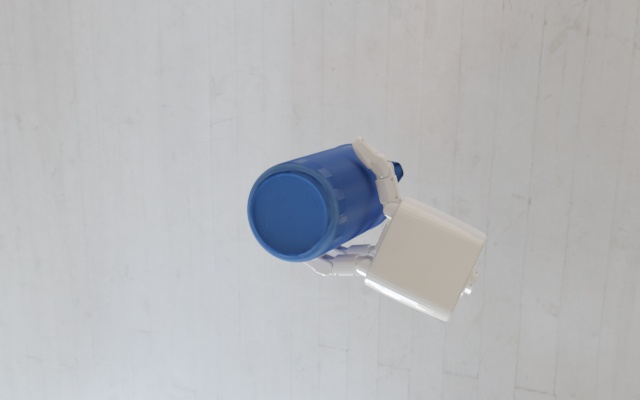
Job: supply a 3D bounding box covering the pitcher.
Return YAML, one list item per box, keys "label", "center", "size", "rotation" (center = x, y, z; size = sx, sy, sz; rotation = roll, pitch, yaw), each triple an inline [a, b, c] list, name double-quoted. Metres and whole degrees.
- label: "pitcher"
  center: [0.000, 0.002, 0.610]
  size: [0.145, 0.149, 0.243]
  rotation: [27, 16, 15]
